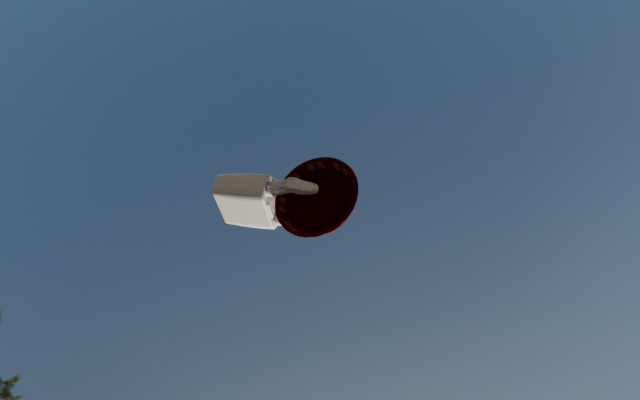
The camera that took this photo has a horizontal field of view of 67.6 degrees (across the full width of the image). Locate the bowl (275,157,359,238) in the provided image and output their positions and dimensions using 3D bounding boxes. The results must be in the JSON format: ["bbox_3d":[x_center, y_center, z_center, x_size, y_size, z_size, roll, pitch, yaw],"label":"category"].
[{"bbox_3d":[0.001,0.003,0.871,0.162,0.162,0.055,0,-27,25],"label":"bowl"}]
